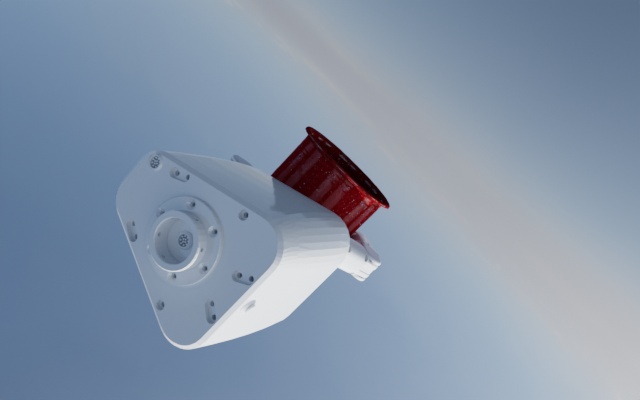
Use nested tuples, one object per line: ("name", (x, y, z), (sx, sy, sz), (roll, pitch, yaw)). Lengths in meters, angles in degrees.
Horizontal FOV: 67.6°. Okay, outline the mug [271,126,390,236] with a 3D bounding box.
("mug", (0.000, 0.002, 0.406), (0.081, 0.093, 0.117), (-46, -18, 12))
